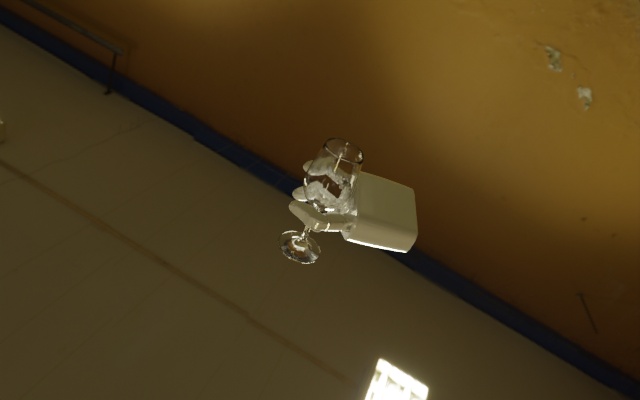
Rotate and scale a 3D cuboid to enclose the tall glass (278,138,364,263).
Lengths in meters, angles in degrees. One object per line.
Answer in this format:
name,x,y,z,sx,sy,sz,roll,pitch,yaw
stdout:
tall glass,0.000,0.003,0.743,0.079,0.201,0.079,17,34,-12
